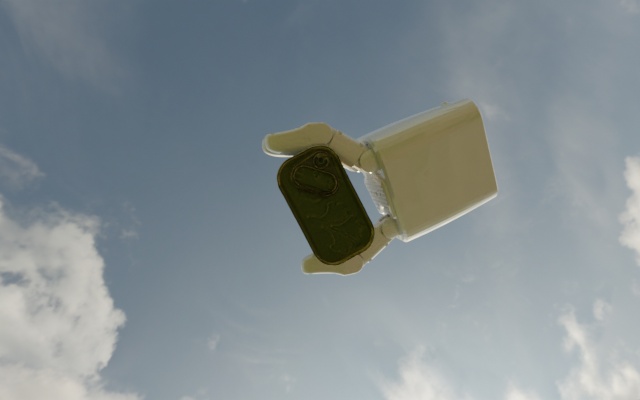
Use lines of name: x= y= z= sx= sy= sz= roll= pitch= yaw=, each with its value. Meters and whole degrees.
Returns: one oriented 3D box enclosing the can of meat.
can of meat: x=0.000 y=0.002 z=0.447 sx=0.057 sy=0.102 sz=0.084 roll=-28 pitch=8 yaw=-4
